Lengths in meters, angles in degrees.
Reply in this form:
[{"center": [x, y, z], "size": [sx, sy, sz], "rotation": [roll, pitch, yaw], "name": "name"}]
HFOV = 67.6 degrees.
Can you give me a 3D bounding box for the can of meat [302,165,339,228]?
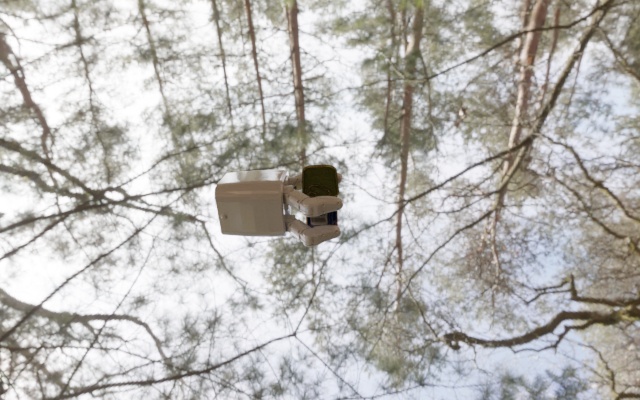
[{"center": [0.000, 0.003, 0.781], "size": [0.057, 0.084, 0.102], "rotation": [-2, 34, -1], "name": "can of meat"}]
